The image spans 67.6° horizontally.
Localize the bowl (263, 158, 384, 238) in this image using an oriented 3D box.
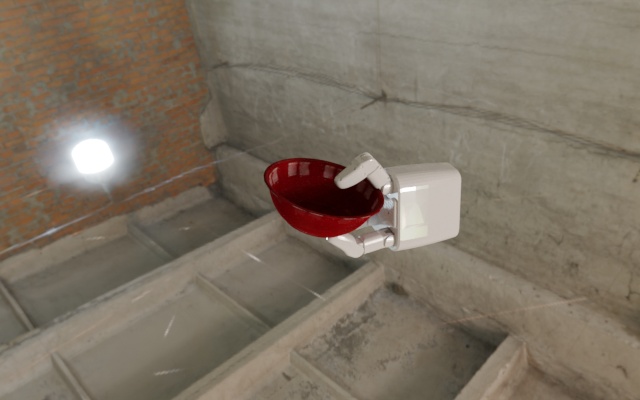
[{"bbox_3d":[-0.001,0.002,0.637,0.162,0.055,0.162,12,28,-6],"label":"bowl"}]
